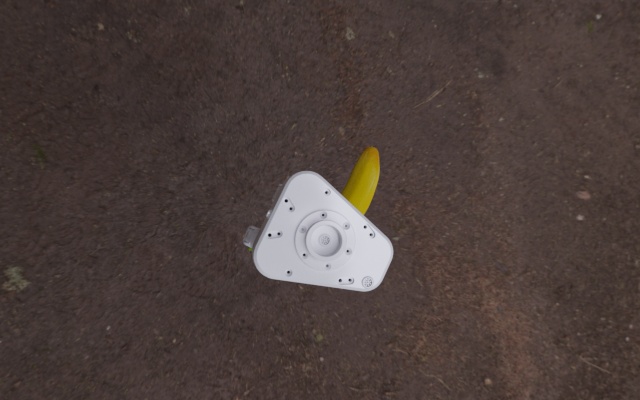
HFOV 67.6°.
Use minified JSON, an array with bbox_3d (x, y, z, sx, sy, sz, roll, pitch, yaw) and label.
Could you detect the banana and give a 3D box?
[{"bbox_3d":[0.009,0.018,0.572,0.198,0.069,0.037,-39,-2,-5],"label":"banana"}]
